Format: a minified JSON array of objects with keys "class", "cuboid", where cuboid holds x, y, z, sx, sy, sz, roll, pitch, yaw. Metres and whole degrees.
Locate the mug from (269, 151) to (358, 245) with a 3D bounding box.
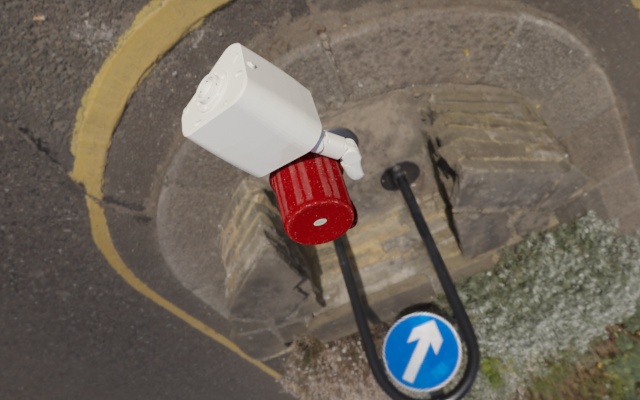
[{"class":"mug","cuboid":[0.001,0.003,0.567,0.117,0.081,0.093,26,-55,-38]}]
